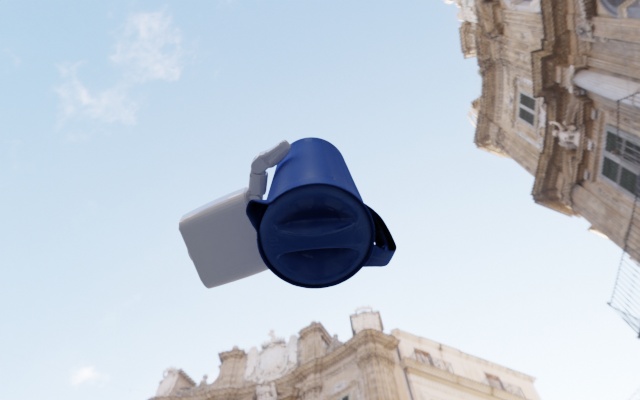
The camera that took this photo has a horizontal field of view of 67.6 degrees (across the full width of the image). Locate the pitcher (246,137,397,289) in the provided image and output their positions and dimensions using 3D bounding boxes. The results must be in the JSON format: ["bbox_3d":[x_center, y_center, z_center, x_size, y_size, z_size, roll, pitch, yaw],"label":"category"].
[{"bbox_3d":[0.000,0.002,0.638,0.145,0.149,0.242,-22,22,7],"label":"pitcher"}]
